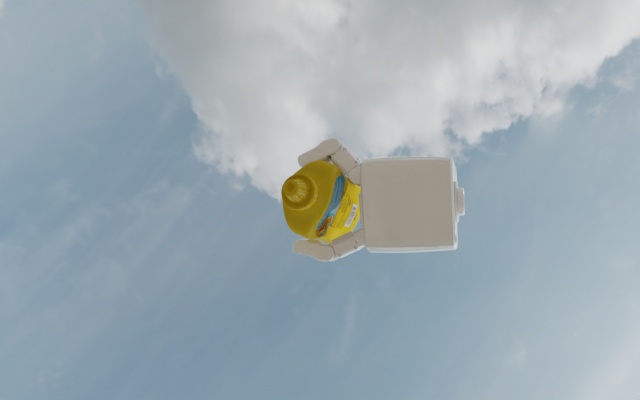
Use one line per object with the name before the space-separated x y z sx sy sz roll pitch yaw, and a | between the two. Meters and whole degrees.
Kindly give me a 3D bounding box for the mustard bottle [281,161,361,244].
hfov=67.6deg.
mustard bottle | 0.000 0.002 0.597 0.058 0.096 0.192 23 -1 21
